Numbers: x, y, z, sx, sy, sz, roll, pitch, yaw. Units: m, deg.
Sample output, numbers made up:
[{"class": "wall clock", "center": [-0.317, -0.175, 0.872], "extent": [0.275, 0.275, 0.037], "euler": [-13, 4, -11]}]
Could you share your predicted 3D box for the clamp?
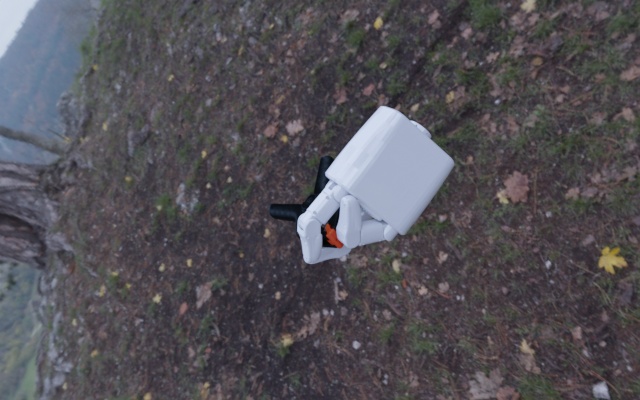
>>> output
[{"class": "clamp", "center": [0.000, 0.002, 0.629], "extent": [0.039, 0.120, 0.171], "euler": [38, 0, -34]}]
